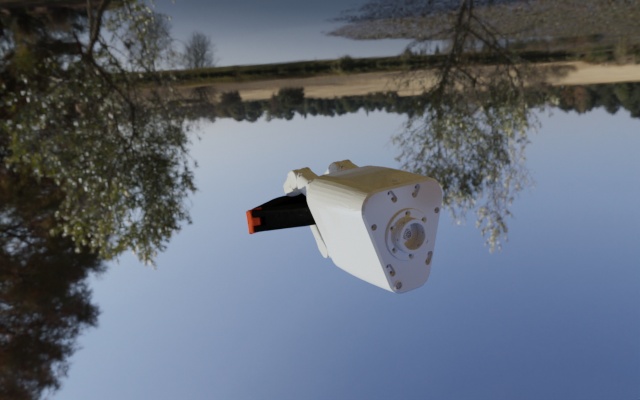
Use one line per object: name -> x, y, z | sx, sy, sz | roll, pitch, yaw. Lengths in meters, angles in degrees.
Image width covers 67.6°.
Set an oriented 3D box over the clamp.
clamp -> 0.000, 0.003, 0.606 | 0.210, 0.036, 0.164 | -13, 12, -25
